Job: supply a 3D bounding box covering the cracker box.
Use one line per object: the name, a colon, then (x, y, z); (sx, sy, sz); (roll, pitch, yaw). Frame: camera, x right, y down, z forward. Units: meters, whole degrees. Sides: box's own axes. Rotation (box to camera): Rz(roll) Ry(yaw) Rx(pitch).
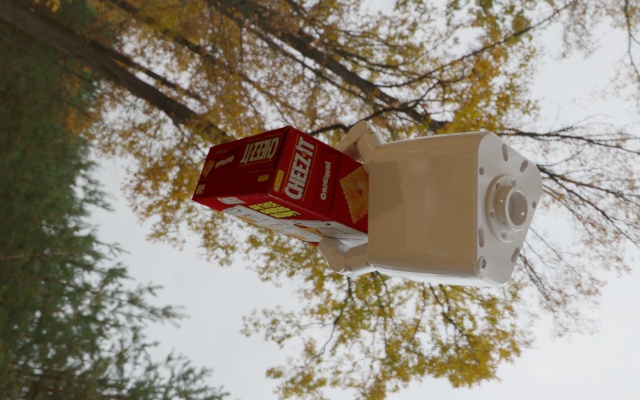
cracker box: (0.000, 0.002, 0.503); (0.214, 0.072, 0.164); (24, -16, -34)
